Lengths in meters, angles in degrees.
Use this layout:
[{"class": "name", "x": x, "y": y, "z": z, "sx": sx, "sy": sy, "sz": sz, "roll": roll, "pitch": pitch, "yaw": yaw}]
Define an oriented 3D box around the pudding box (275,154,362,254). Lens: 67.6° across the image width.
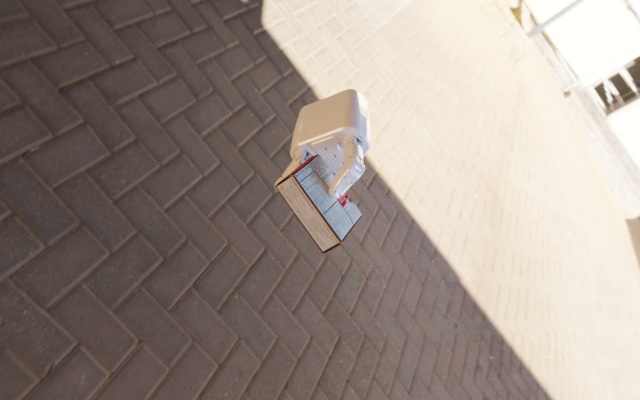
[{"class": "pudding box", "x": 0.000, "y": 0.002, "z": 0.645, "sx": 0.039, "sy": 0.113, "sz": 0.090, "roll": -33, "pitch": 6, "yaw": 33}]
